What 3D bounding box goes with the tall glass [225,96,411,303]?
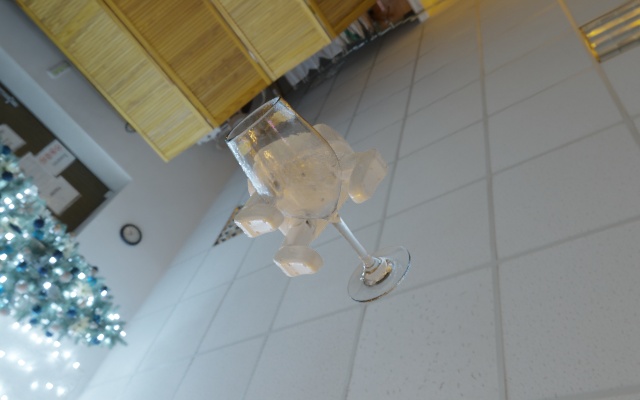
[{"bbox_3d":[0.001,0.002,0.444,0.079,0.201,0.079,-33,22,15],"label":"tall glass"}]
